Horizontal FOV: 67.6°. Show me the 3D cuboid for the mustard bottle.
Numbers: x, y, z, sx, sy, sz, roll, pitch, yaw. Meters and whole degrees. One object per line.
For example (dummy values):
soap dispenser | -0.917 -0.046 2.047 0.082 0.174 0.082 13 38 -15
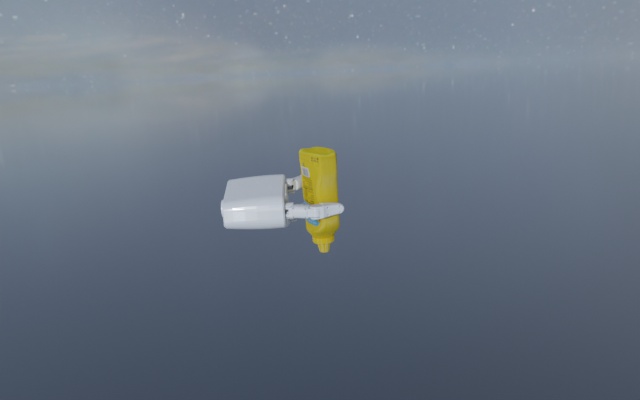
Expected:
mustard bottle | 0.000 0.003 0.867 0.058 0.192 0.096 -11 17 -23
